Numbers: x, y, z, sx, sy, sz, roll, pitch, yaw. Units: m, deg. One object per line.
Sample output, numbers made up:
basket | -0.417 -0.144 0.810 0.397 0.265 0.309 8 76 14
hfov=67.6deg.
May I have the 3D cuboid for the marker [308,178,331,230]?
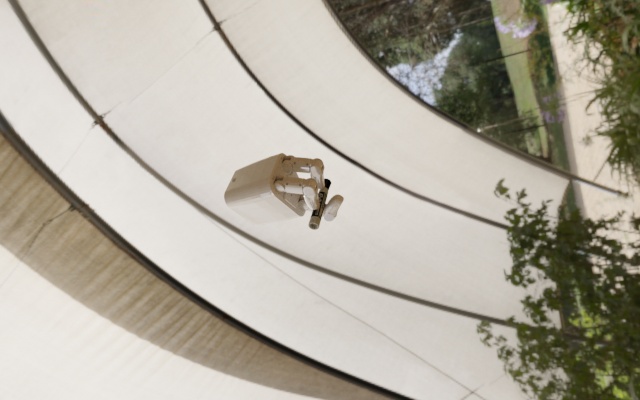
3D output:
marker | 0.000 0.003 0.841 0.020 0.020 0.121 0 42 15
